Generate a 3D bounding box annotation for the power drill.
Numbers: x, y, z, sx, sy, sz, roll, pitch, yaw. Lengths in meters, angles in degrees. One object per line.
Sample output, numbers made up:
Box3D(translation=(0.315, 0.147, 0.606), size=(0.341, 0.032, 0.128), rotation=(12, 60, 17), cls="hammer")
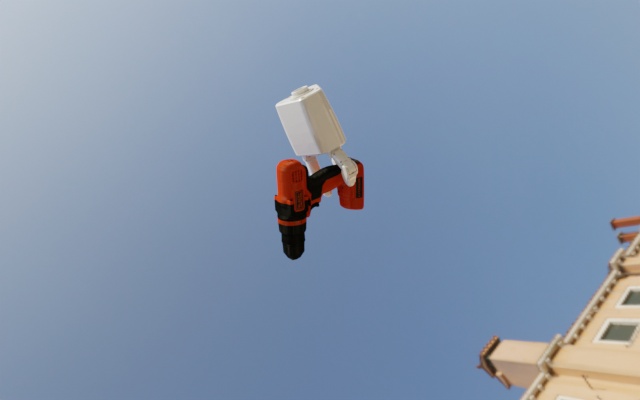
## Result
Box3D(translation=(0.000, 0.003, 0.882), size=(0.187, 0.184, 0.057), rotation=(-19, 26, -40), cls="power drill")
